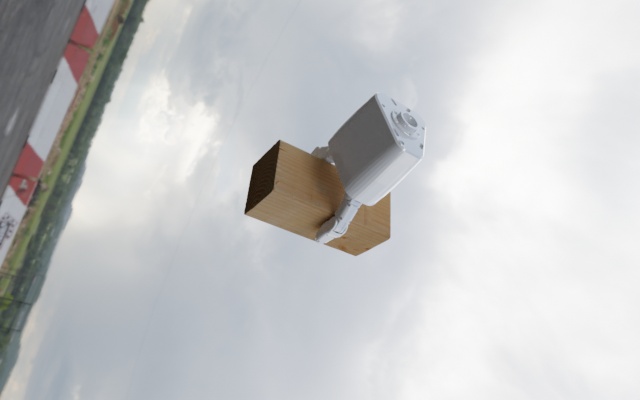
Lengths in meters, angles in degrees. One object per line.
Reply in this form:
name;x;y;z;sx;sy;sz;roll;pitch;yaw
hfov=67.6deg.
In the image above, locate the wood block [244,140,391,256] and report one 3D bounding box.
wood block;0.000;0.003;0.728;0.206;0.090;0.090;23;-36;-27
